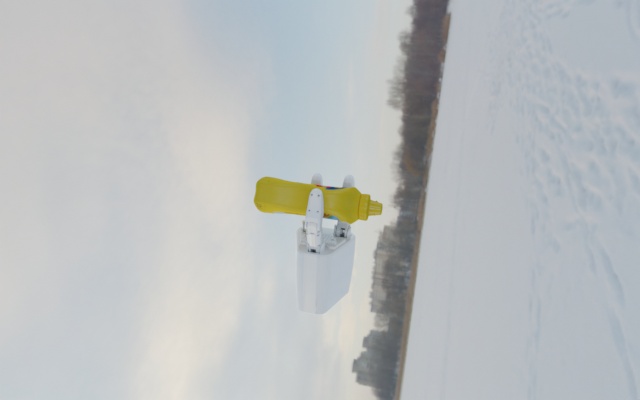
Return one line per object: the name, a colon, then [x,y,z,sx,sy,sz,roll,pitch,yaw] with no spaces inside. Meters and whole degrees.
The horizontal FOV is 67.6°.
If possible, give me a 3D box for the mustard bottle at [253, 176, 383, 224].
mustard bottle: [0.000,0.002,0.741,0.191,0.058,0.096,8,-5,12]
